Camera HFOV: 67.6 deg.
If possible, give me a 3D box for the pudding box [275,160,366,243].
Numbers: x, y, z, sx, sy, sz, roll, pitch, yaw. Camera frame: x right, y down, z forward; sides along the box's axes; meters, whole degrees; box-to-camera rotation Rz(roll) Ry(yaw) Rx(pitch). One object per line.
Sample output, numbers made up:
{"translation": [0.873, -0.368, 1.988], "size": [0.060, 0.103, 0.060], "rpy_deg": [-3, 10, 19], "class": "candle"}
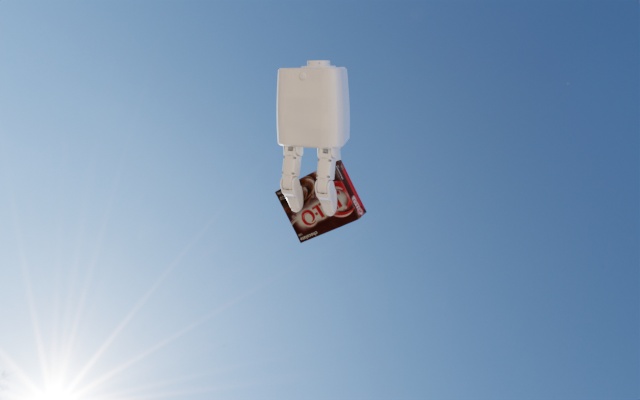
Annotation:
{"translation": [0.000, 0.002, 0.717], "size": [0.113, 0.090, 0.039], "rpy_deg": [-25, 3, 31], "class": "pudding box"}
